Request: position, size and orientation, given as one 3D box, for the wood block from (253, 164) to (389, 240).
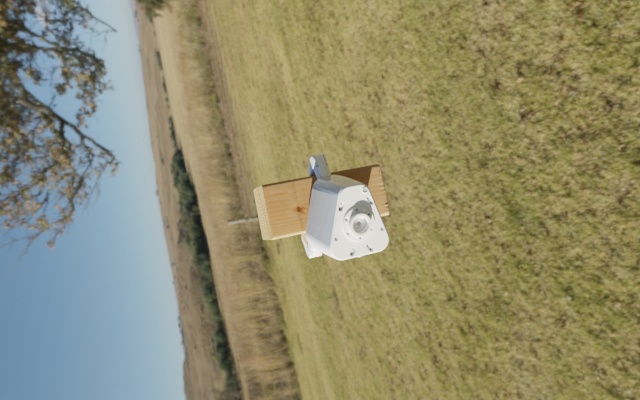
[{"bbox_3d":[0.000,0.002,0.820,0.206,0.091,0.090,-11,-1,-18],"label":"wood block"}]
